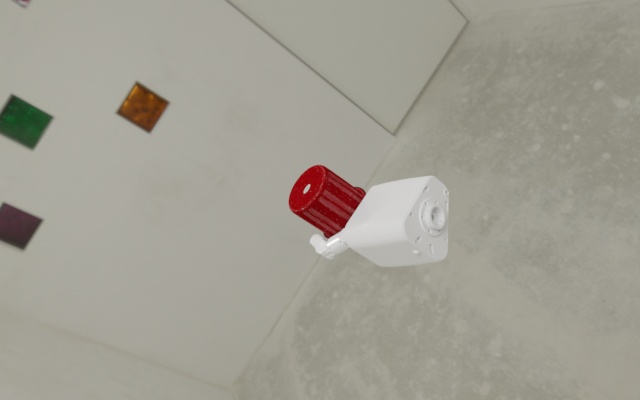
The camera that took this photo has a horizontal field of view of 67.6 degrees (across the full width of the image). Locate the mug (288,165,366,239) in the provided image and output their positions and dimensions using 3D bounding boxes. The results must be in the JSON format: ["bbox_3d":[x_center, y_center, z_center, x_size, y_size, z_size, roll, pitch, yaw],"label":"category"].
[{"bbox_3d":[-0.001,0.002,0.712,0.081,0.093,0.117,34,-28,-30],"label":"mug"}]
